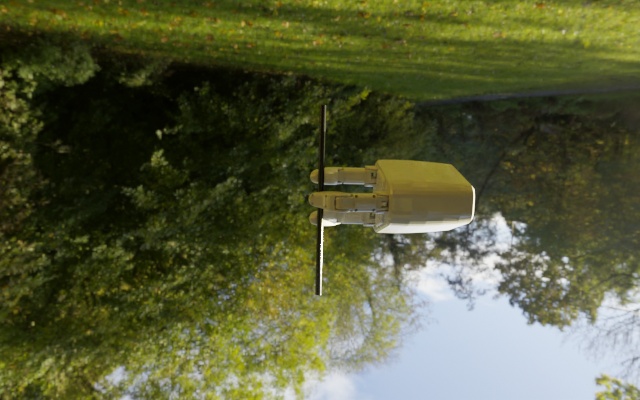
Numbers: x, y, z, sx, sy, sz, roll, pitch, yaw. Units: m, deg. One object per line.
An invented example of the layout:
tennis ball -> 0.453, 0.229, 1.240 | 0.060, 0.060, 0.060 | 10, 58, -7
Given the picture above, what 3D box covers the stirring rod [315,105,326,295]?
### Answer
stirring rod -> 0.000, 0.002, 0.603 | 0.011, 0.239, 0.011 | 1, 7, 0
